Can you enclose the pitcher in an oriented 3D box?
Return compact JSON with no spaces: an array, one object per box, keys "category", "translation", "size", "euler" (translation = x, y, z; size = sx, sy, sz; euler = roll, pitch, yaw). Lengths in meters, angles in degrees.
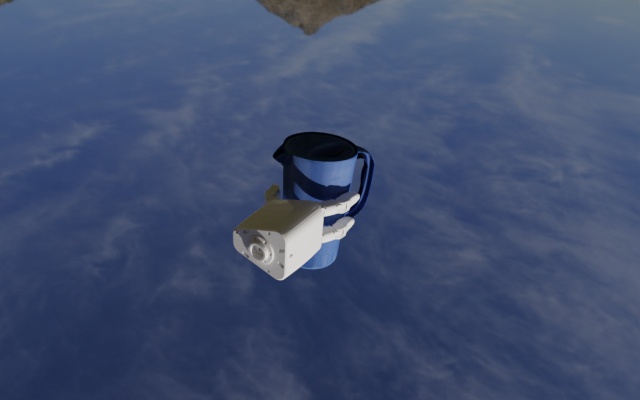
[{"category":"pitcher","translation":[0.000,0.003,0.893],"size":[0.149,0.243,0.145],"euler":[19,32,22]}]
